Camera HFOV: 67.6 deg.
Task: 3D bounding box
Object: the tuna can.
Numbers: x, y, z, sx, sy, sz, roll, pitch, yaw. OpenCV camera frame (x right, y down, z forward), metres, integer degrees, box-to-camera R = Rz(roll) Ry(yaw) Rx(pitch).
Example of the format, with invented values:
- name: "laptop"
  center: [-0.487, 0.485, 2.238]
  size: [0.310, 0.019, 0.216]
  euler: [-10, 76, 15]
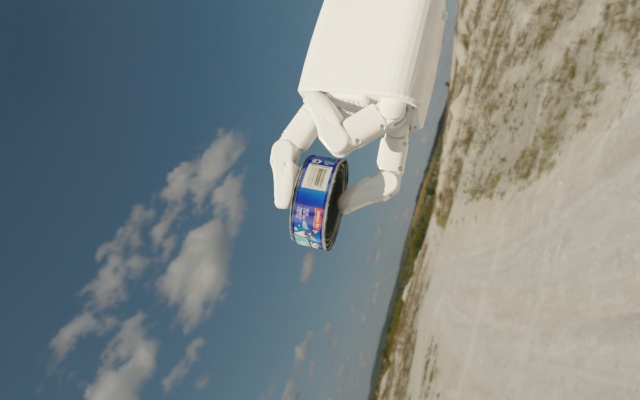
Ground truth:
- name: "tuna can"
  center: [-0.001, 0.001, 0.441]
  size: [0.034, 0.086, 0.086]
  euler: [11, 2, 12]
